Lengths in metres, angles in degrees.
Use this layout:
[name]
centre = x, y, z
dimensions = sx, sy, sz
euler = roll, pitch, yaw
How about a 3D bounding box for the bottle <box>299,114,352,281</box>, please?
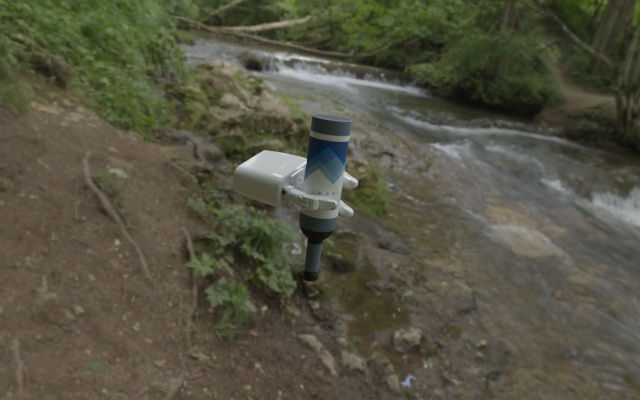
[bottle]
centre = 0.000, 0.003, 0.832
dimensions = 0.069, 0.296, 0.069
euler = 7, 17, -2
